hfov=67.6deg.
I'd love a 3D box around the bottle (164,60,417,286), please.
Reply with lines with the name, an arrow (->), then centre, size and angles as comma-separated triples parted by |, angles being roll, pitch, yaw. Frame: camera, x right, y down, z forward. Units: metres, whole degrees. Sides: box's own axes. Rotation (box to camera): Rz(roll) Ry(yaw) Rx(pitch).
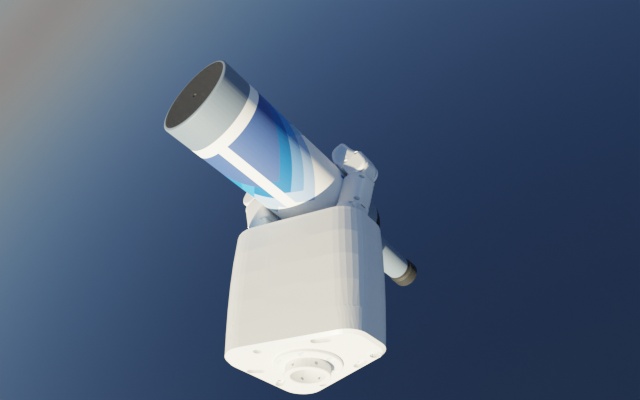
bottle -> 0.000, 0.001, 0.431 | 0.069, 0.069, 0.296 | 0, -32, 48
